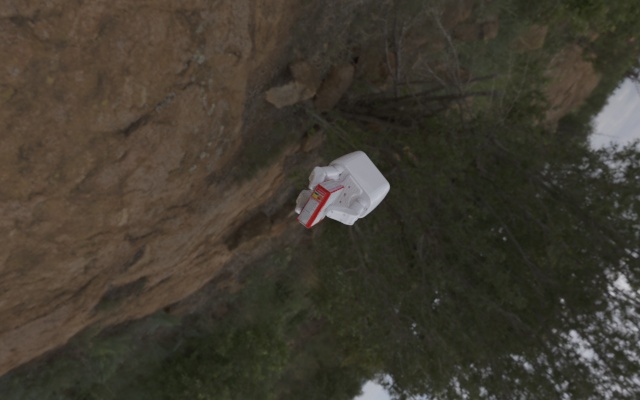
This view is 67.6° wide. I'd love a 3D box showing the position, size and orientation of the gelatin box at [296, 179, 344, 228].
[{"bbox_3d":[0.000,0.003,0.819,0.030,0.073,0.089,36,18,9],"label":"gelatin box"}]
